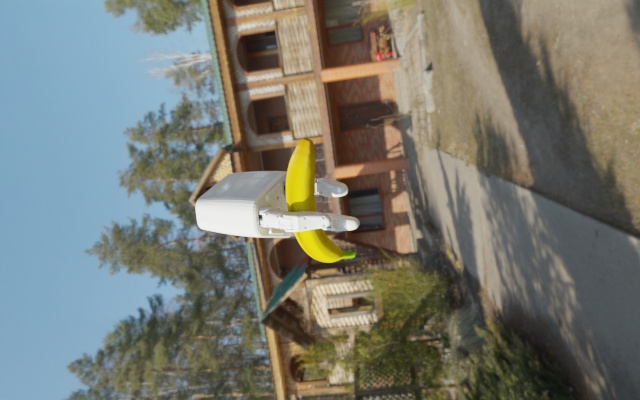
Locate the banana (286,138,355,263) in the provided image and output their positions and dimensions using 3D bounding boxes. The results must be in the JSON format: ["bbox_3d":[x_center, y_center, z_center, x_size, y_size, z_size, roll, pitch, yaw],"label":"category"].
[{"bbox_3d":[-0.012,0.015,0.641,0.069,0.198,0.037,-38,34,-28],"label":"banana"}]
